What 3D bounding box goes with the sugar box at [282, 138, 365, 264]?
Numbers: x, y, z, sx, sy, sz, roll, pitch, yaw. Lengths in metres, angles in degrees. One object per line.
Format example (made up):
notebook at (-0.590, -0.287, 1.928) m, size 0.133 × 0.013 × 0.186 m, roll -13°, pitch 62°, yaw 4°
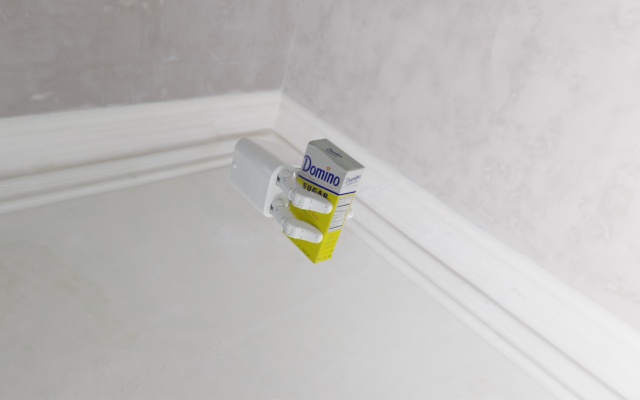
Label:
sugar box at (0.000, 0.003, 0.745) m, size 0.048 × 0.176 × 0.093 m, roll -15°, pitch 43°, yaw -40°
